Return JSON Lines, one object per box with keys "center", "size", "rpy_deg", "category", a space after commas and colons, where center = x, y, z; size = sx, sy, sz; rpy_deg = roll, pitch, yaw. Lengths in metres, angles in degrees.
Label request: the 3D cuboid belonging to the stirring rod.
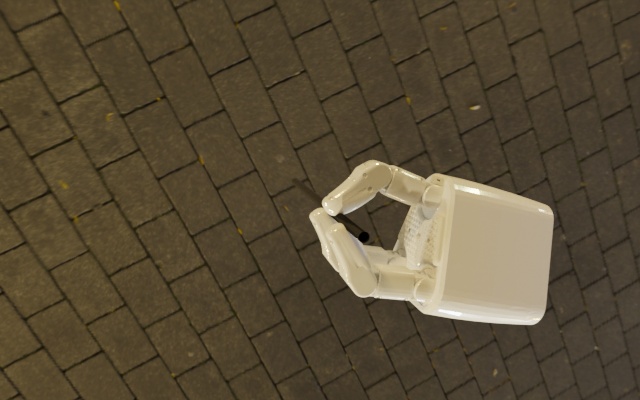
{"center": [0.000, 0.001, 0.434], "size": [0.011, 0.011, 0.239], "rpy_deg": [0, 11, -14], "category": "stirring rod"}
